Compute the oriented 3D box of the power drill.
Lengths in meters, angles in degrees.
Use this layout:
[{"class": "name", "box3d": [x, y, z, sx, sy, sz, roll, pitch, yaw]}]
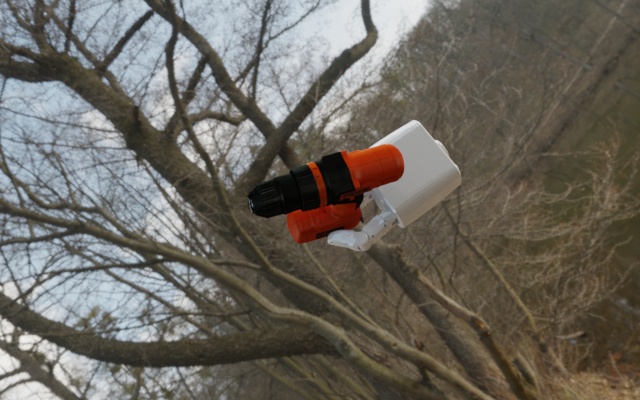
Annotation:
[{"class": "power drill", "box3d": [0.000, 0.002, 0.601, 0.184, 0.057, 0.188, -16, -15, -12]}]
